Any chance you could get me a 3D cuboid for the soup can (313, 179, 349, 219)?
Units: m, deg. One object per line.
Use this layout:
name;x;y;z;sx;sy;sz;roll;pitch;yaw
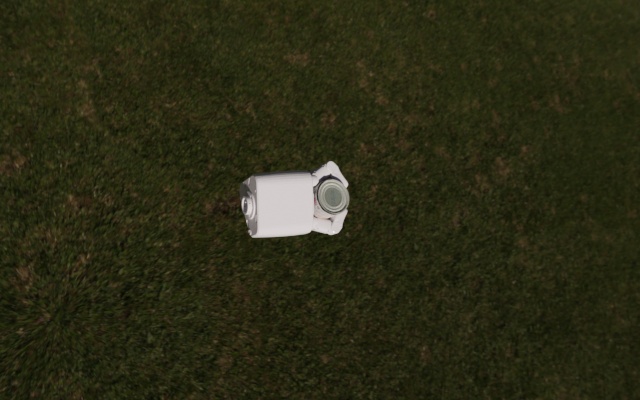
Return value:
soup can;0.001;0.003;0.896;0.068;0.068;0.102;0;-12;-29
